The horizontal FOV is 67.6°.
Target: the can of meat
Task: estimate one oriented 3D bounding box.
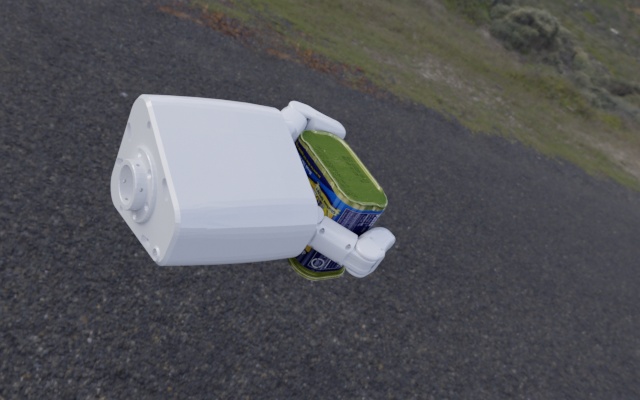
[{"bbox_3d":[0.000,0.001,0.406,0.057,0.084,0.102,1,43,-41],"label":"can of meat"}]
